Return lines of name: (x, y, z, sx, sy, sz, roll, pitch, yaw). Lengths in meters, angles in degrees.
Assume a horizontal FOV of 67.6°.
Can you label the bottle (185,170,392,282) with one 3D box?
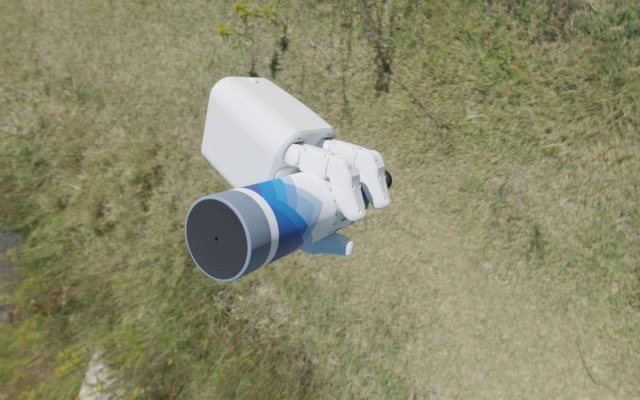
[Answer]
bottle: (0.000, 0.002, 0.475, 0.069, 0.069, 0.295, 0, 11, 32)
